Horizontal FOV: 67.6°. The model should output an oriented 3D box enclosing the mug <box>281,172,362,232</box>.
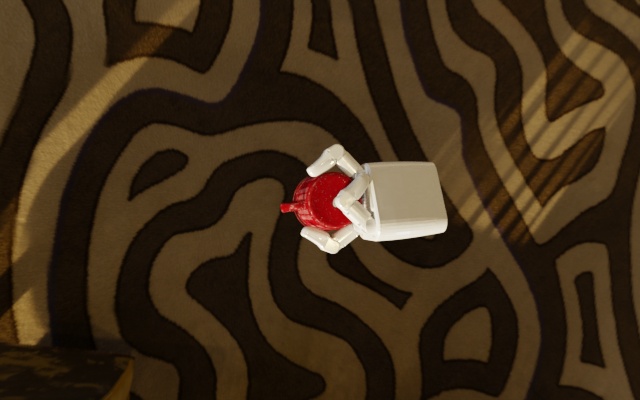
[{"bbox_3d":[-0.001,0.002,0.700,0.117,0.093,0.081,-5,-1,-13],"label":"mug"}]
